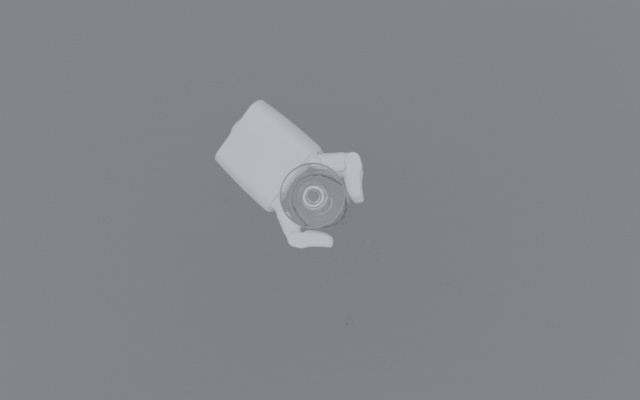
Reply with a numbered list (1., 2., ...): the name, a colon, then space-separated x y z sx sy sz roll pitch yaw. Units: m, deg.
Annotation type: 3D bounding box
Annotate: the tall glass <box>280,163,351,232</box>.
1. tall glass: 0.000 0.002 0.632 0.079 0.079 0.201 0 -5 6
